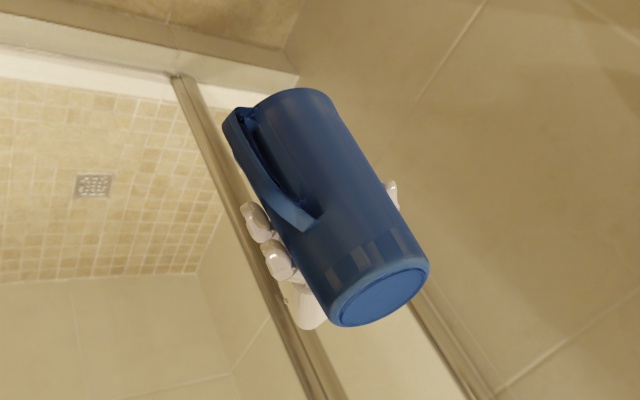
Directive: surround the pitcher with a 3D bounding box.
[{"bbox_3d":[0.000,0.002,0.494,0.149,0.242,0.145,-18,-36,-18],"label":"pitcher"}]
